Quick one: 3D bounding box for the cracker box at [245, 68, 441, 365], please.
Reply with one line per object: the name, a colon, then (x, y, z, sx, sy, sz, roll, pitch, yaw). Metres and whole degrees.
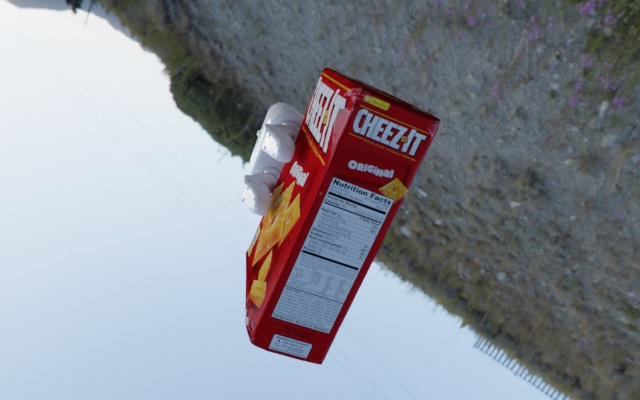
cracker box: (0.000, 0.002, 0.418, 0.072, 0.214, 0.164, 19, 16, -15)
